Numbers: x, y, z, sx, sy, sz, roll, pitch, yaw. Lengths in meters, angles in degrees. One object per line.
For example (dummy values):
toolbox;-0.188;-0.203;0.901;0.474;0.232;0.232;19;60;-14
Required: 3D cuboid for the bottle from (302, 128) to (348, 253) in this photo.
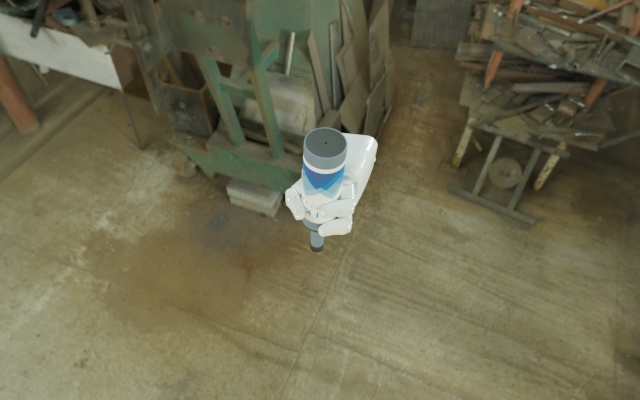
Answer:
bottle;0.000;0.003;0.834;0.069;0.069;0.296;0;-38;-4
